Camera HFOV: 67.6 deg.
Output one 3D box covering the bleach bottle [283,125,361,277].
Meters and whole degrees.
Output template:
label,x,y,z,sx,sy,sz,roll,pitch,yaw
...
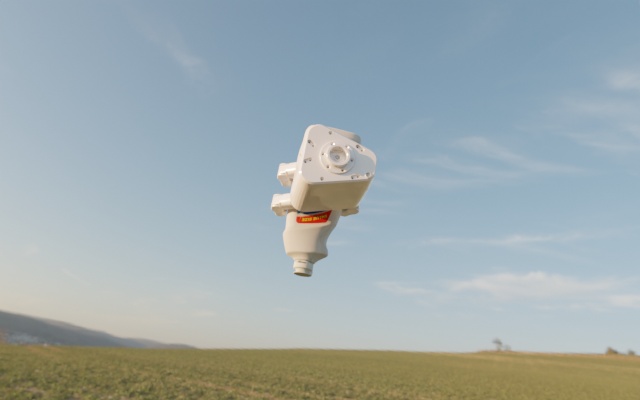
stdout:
label,x,y,z,sx,sy,sz,roll,pitch,yaw
bleach bottle,0.000,0.003,0.790,0.102,0.250,0.068,12,-22,-6
